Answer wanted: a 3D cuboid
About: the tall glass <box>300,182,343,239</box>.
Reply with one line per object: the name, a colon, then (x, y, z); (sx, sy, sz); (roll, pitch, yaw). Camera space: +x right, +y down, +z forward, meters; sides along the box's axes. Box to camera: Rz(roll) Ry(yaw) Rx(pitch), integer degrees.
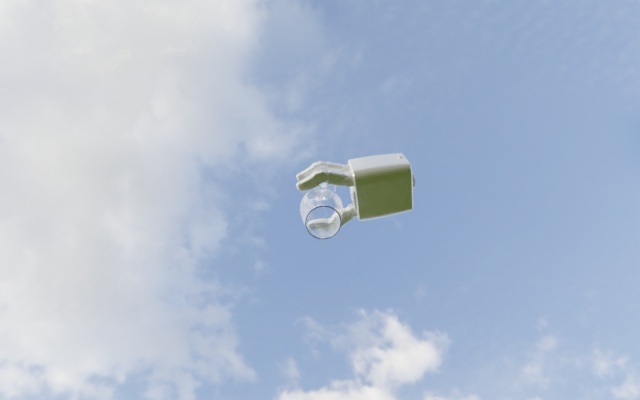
tall glass: (0.000, 0.003, 0.894); (0.079, 0.079, 0.201); (0, 21, -3)
